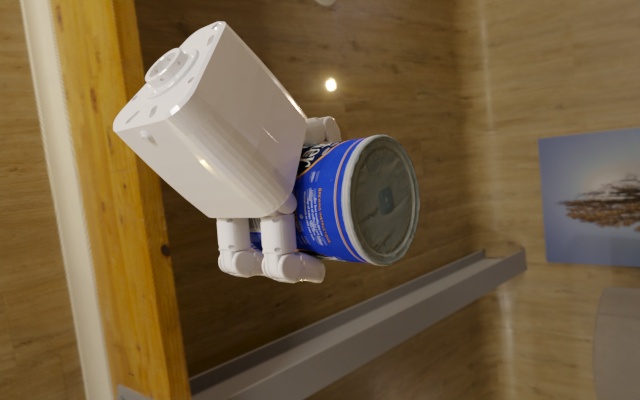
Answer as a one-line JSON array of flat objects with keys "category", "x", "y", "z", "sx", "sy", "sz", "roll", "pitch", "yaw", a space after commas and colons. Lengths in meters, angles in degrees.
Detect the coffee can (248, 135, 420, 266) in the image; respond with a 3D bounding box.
[{"category": "coffee can", "x": 0.000, "y": 0.001, "z": 0.419, "sx": 0.140, "sy": 0.103, "sz": 0.103, "roll": -2, "pitch": -1, "yaw": 40}]
